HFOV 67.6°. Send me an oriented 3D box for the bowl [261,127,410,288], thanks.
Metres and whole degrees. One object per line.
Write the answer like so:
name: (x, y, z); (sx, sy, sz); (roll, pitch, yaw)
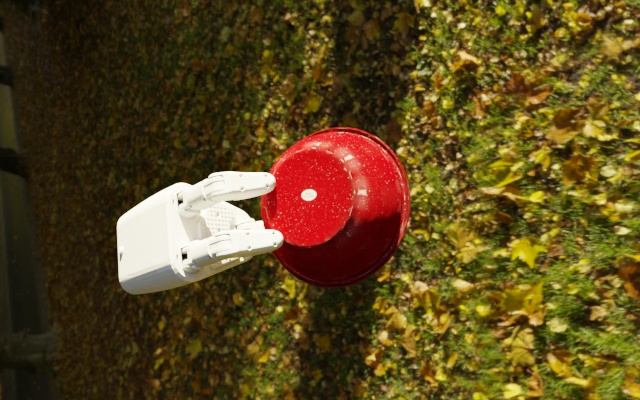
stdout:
bowl: (0.001, 0.001, 0.453); (0.162, 0.162, 0.055); (0, -9, 27)
